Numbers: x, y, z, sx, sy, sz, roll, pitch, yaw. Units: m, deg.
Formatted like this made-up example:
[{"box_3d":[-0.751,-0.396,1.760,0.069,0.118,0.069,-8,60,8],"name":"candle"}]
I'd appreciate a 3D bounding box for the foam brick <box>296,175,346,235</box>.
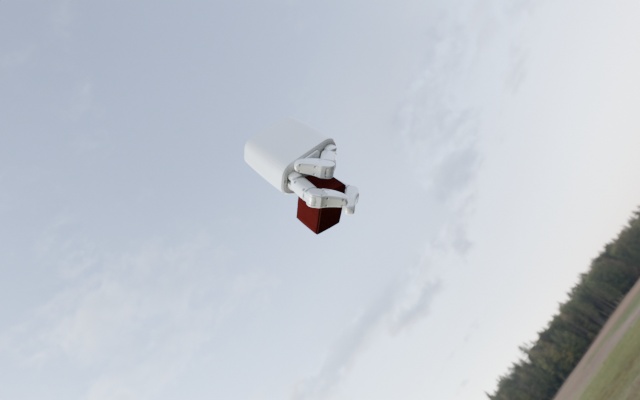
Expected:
[{"box_3d":[0.000,0.003,0.752,0.053,0.078,0.051,-24,46,-38],"name":"foam brick"}]
